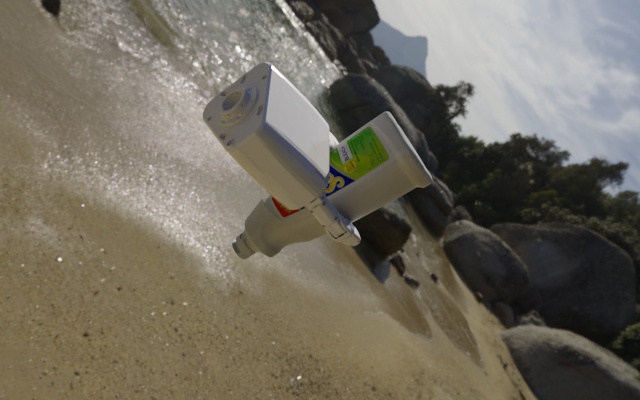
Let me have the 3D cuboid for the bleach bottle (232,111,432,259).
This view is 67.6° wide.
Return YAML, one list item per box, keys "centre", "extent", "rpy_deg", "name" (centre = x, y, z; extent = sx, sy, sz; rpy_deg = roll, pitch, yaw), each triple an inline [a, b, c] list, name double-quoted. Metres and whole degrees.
- centre: [0.000, 0.002, 0.573]
  extent: [0.251, 0.102, 0.068]
  rpy_deg: [-33, -45, 14]
  name: "bleach bottle"
